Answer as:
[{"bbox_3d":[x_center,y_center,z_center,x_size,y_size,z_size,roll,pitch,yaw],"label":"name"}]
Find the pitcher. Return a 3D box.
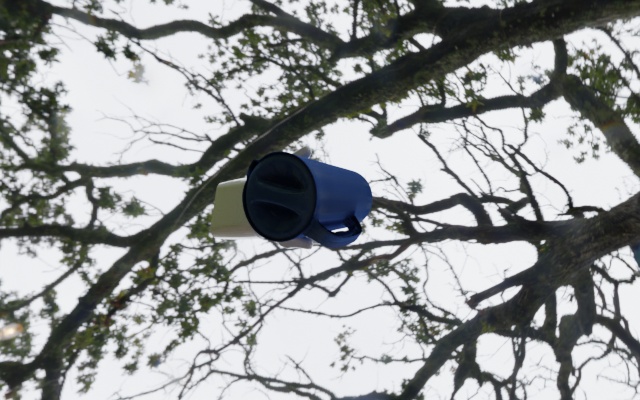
[{"bbox_3d":[0.000,0.003,0.795,0.145,0.149,0.243,-7,-4,30],"label":"pitcher"}]
